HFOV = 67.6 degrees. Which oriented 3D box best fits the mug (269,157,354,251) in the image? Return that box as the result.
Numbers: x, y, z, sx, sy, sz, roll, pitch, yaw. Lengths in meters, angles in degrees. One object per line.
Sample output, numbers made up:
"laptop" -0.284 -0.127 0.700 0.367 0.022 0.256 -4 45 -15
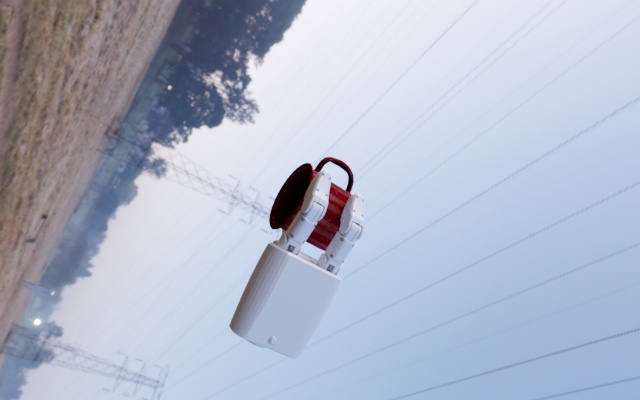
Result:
"mug" 0.001 0.001 0.601 0.081 0.117 0.093 30 -3 -23
